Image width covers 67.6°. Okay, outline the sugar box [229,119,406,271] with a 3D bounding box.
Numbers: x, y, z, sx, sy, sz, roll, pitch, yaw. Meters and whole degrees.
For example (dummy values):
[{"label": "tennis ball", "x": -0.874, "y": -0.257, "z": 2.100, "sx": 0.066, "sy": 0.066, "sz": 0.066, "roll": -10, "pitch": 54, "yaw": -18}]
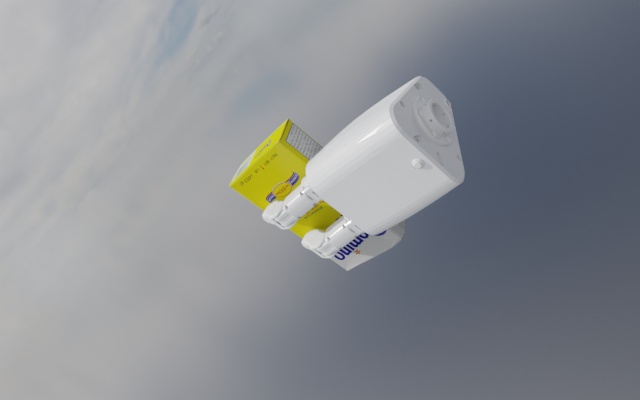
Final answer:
[{"label": "sugar box", "x": 0.000, "y": 0.002, "z": 0.518, "sx": 0.176, "sy": 0.048, "sz": 0.093, "roll": 39, "pitch": -50, "yaw": -19}]
